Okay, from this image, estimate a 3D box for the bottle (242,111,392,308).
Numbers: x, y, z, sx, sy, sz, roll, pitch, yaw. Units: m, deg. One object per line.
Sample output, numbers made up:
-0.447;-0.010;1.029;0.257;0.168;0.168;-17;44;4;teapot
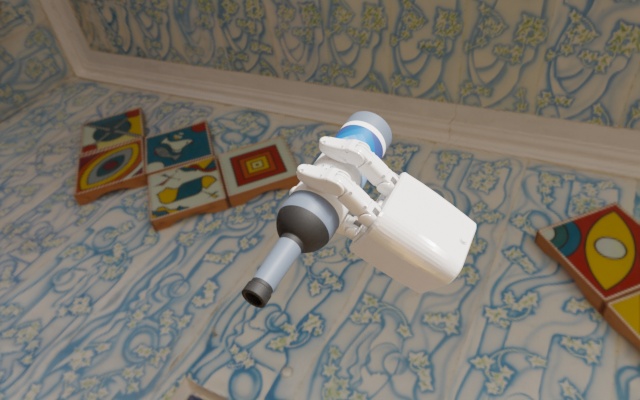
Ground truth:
0.000;0.002;0.556;0.069;0.069;0.295;0;40;36;bottle
